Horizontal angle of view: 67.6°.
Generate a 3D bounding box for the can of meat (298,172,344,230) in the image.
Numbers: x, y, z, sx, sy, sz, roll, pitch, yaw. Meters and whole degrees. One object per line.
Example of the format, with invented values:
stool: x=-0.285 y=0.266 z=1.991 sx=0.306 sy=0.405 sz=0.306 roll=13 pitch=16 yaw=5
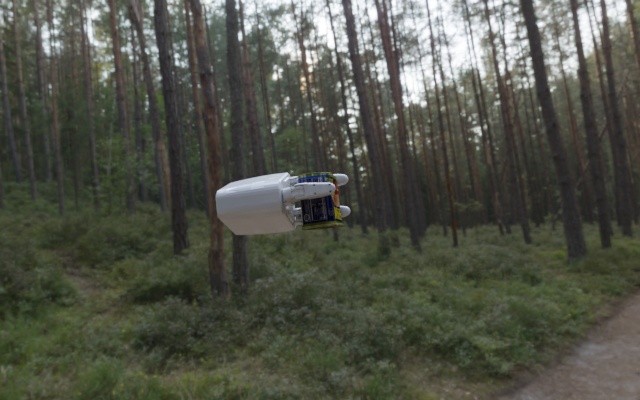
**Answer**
can of meat: x=0.000 y=0.002 z=0.760 sx=0.057 sy=0.084 sz=0.102 roll=-8 pitch=-5 yaw=10
